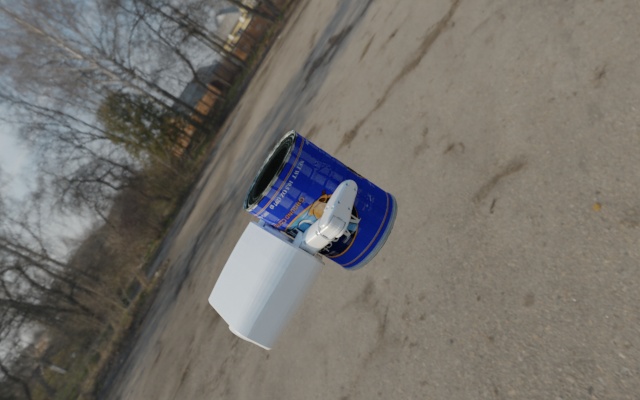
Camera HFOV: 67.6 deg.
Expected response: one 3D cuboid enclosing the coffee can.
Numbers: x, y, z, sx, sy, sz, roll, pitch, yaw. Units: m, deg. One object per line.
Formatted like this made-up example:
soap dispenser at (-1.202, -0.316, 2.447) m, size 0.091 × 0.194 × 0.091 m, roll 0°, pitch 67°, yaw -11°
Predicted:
coffee can at (0.000, 0.002, 0.537) m, size 0.140 × 0.103 × 0.103 m, roll 32°, pitch -11°, yaw -17°
